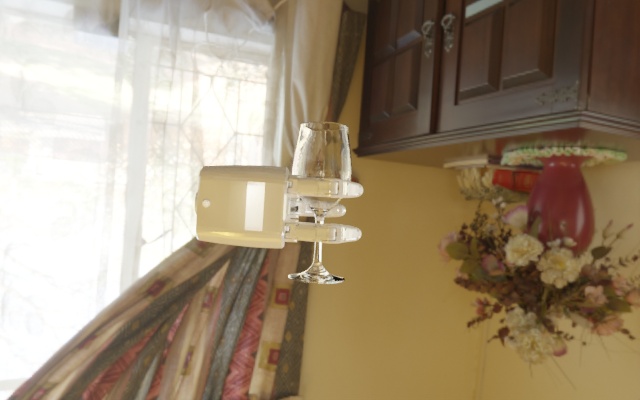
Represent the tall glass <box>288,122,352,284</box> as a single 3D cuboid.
[{"bbox_3d":[0.000,0.003,0.621,0.079,0.201,0.079,3,0,0],"label":"tall glass"}]
